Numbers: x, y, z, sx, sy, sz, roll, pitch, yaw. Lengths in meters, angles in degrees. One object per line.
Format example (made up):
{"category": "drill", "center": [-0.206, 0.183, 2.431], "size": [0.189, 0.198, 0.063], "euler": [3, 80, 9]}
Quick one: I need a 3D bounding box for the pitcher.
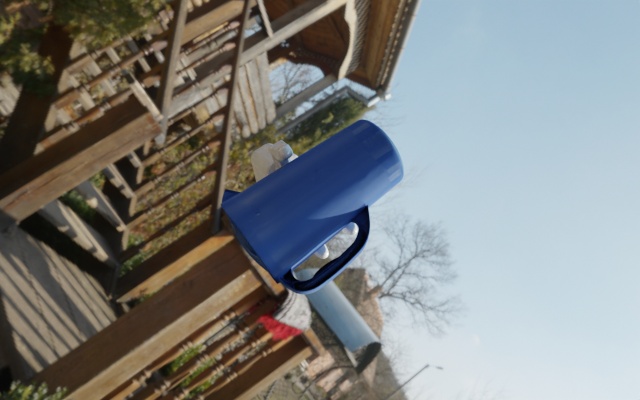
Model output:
{"category": "pitcher", "center": [0.000, 0.002, 0.662], "size": [0.243, 0.149, 0.145], "euler": [-35, 26, -11]}
